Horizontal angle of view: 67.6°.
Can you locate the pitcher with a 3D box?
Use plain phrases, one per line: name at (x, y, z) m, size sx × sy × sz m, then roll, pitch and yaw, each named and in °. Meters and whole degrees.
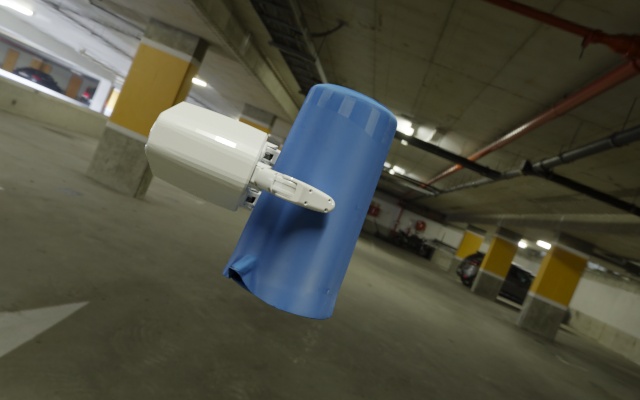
pitcher at (0.000, 0.002, 0.551) m, size 0.145 × 0.243 × 0.149 m, roll 23°, pitch 1°, yaw -8°
